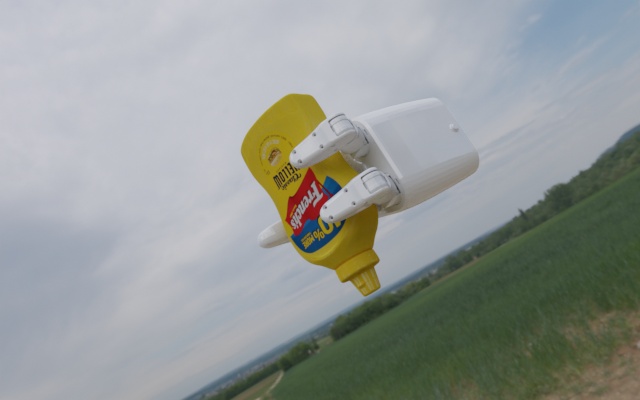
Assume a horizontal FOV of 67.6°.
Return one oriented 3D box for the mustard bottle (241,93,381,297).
[{"bbox_3d":[0.000,0.001,0.447,0.096,0.191,0.058,-41,-18,34],"label":"mustard bottle"}]
